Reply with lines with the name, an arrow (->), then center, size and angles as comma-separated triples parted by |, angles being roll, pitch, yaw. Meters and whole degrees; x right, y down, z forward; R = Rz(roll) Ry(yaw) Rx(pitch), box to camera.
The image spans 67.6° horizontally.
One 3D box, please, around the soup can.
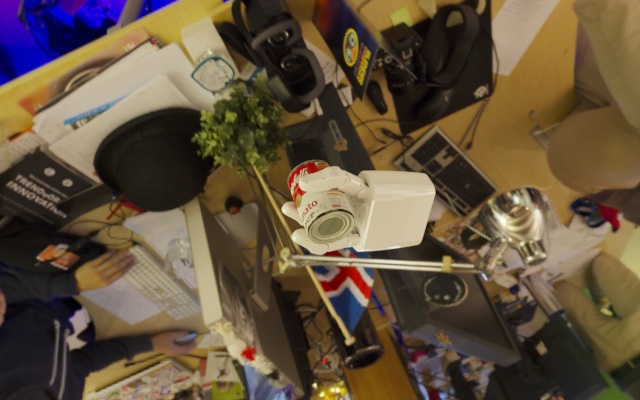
soup can -> 0.000, 0.002, 0.660 | 0.068, 0.068, 0.102 | 0, 44, -25
